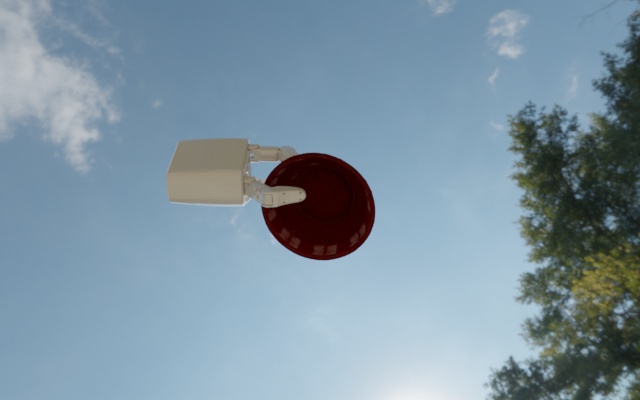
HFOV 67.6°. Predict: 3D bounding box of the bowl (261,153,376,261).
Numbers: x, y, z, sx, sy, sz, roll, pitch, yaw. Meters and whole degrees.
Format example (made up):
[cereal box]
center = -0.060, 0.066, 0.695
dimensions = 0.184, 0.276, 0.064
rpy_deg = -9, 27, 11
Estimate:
[bowl]
center = 0.001, 0.002, 0.679
dimensions = 0.162, 0.162, 0.055
rpy_deg = 0, 23, 13
